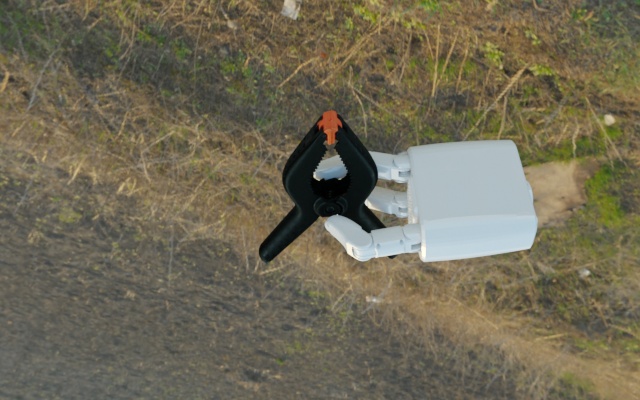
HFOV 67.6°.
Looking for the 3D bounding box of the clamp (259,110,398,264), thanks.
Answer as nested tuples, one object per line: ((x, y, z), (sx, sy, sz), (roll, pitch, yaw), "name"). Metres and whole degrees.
((0.000, 0.002, 0.498), (0.164, 0.036, 0.210), (-7, -43, 3), "clamp")
